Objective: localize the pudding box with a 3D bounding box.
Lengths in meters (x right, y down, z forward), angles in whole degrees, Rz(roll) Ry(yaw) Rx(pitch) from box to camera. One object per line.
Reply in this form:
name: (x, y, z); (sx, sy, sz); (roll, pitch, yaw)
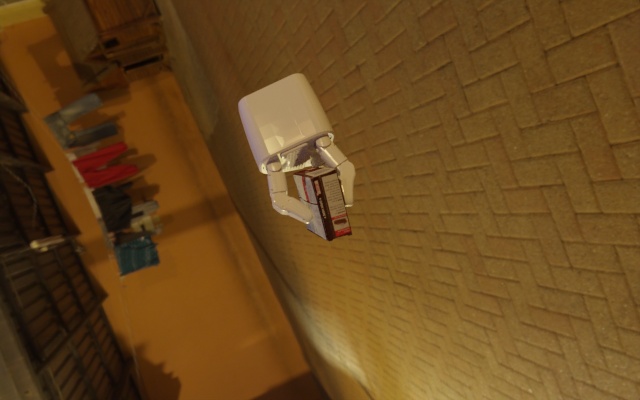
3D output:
pudding box: (0.000, 0.002, 0.656); (0.039, 0.090, 0.113); (-17, 10, -12)
